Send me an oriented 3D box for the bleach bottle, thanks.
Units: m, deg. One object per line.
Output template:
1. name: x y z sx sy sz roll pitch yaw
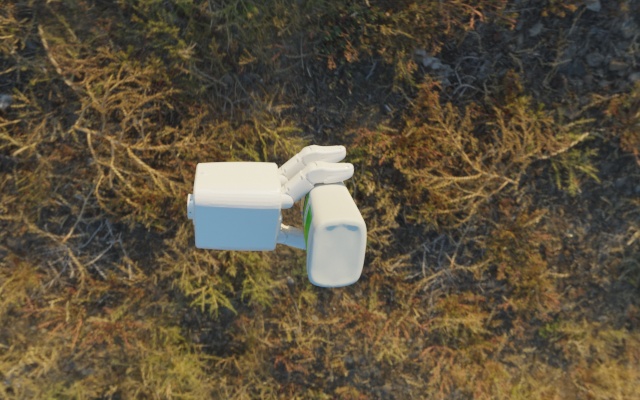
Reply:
1. bleach bottle: 0.000 0.002 0.658 0.068 0.103 0.250 0 28 -11
